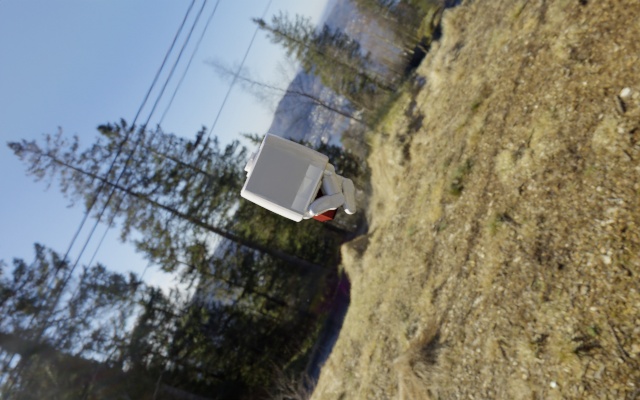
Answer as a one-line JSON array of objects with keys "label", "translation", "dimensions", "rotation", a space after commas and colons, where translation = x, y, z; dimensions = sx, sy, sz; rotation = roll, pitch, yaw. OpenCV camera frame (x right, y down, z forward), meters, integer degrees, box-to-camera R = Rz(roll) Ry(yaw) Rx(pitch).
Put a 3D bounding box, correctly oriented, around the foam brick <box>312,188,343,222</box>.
[{"label": "foam brick", "translation": [0.000, 0.003, 0.841], "dimensions": [0.051, 0.053, 0.078], "rotation": [22, -10, -10]}]
